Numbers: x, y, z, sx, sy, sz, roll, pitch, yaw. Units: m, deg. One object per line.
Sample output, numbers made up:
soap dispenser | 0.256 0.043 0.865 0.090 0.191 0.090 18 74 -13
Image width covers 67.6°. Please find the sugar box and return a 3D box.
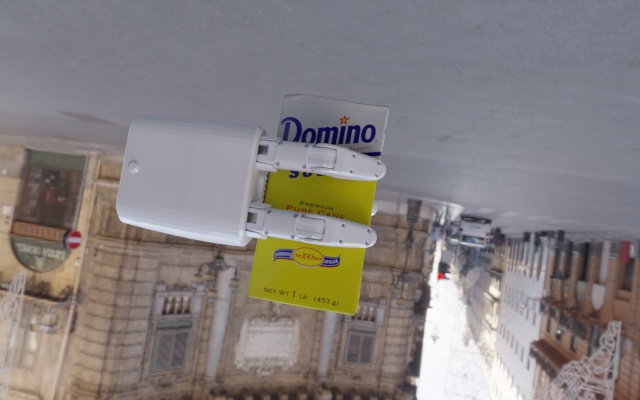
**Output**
sugar box | 0.000 0.001 0.412 0.093 0.176 0.048 8 -3 5
